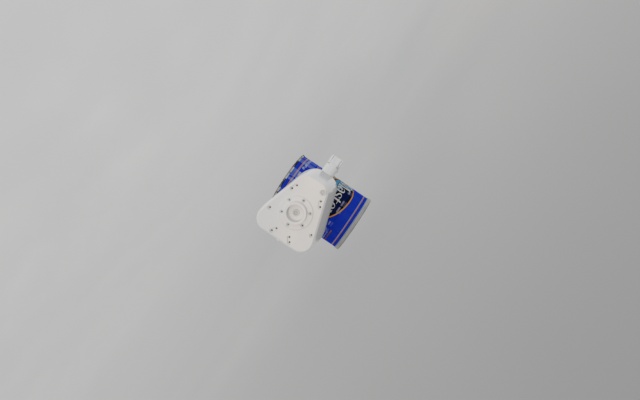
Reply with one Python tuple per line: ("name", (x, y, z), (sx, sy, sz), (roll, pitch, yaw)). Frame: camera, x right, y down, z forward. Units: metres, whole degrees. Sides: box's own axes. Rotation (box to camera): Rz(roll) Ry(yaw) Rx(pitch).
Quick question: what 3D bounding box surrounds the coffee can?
("coffee can", (0.000, 0.003, 0.823), (0.140, 0.103, 0.103), (34, 1, 2))
